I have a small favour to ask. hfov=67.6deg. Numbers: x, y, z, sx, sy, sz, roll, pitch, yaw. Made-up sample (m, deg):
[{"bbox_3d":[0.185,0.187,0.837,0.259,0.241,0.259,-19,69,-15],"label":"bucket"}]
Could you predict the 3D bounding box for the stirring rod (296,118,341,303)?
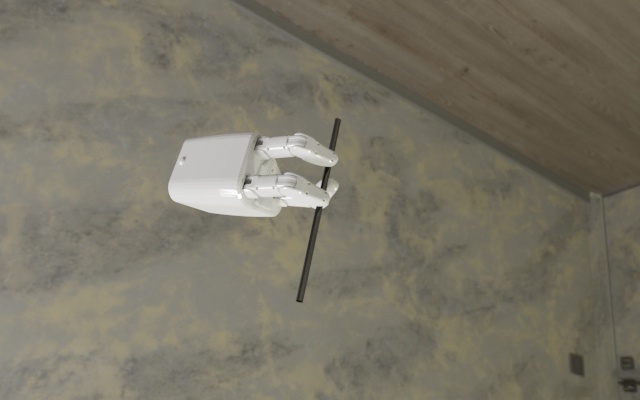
[{"bbox_3d":[0.000,0.002,0.559,0.011,0.239,0.011,10,-27,5],"label":"stirring rod"}]
